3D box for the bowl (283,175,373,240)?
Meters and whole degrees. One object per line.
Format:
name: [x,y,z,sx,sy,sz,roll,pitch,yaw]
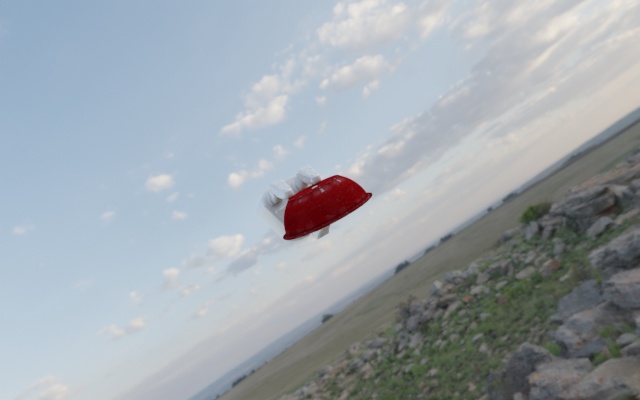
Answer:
bowl: [0.001,0.002,0.770,0.162,0.055,0.162,-26,7,4]
